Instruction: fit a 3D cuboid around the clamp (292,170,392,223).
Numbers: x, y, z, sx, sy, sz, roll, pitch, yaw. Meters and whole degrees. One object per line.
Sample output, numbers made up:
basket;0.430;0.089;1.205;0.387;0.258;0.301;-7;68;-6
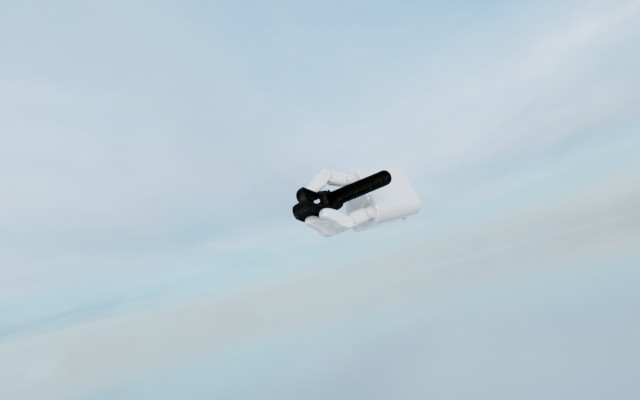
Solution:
clamp;0.000;0.002;0.807;0.164;0.036;0.210;-10;-12;-31
